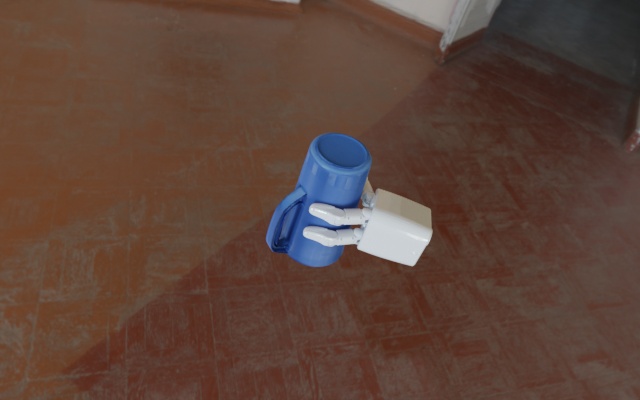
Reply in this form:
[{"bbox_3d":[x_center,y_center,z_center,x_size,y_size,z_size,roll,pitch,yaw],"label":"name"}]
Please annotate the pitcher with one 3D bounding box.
[{"bbox_3d":[0.000,0.003,0.869,0.145,0.243,0.149,20,43,2],"label":"pitcher"}]
